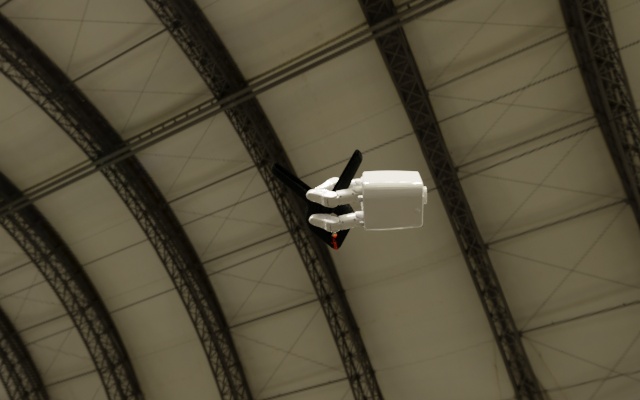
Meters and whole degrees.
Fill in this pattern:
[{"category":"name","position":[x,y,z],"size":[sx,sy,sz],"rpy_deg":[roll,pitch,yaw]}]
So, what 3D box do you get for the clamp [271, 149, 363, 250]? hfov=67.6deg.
[{"category":"clamp","position":[0.001,0.003,0.892],"size":[0.164,0.210,0.036],"rpy_deg":[-1,34,8]}]
